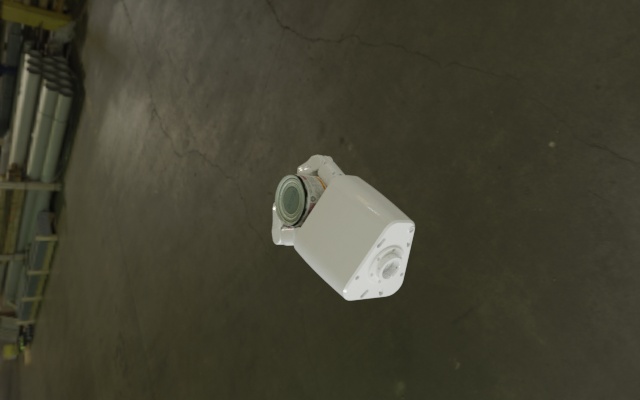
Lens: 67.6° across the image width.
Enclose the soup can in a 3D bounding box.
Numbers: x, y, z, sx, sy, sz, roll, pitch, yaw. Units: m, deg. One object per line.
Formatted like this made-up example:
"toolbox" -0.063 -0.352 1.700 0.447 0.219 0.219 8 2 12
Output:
"soup can" 0.000 0.002 0.628 0.102 0.068 0.068 3 -2 -39
